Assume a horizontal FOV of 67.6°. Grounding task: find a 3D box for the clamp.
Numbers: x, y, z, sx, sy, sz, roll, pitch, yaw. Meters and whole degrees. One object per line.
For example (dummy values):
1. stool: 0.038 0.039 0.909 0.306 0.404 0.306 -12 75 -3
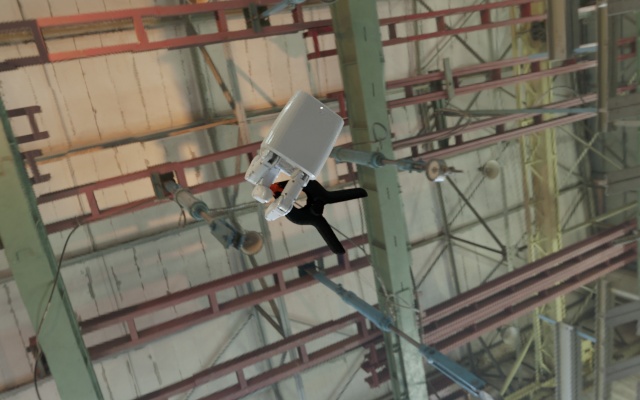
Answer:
1. clamp: 0.000 0.003 0.790 0.171 0.120 0.039 34 -16 -26
